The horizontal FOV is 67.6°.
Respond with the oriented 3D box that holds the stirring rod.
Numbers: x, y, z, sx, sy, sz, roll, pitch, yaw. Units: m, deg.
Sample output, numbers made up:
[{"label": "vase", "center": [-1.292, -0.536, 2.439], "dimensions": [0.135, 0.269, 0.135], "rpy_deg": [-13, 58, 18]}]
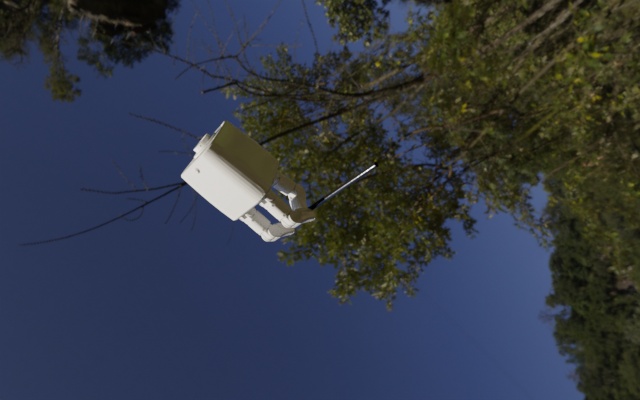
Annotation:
[{"label": "stirring rod", "center": [0.000, 0.002, 0.728], "dimensions": [0.011, 0.011, 0.239], "rpy_deg": [0, -25, -44]}]
